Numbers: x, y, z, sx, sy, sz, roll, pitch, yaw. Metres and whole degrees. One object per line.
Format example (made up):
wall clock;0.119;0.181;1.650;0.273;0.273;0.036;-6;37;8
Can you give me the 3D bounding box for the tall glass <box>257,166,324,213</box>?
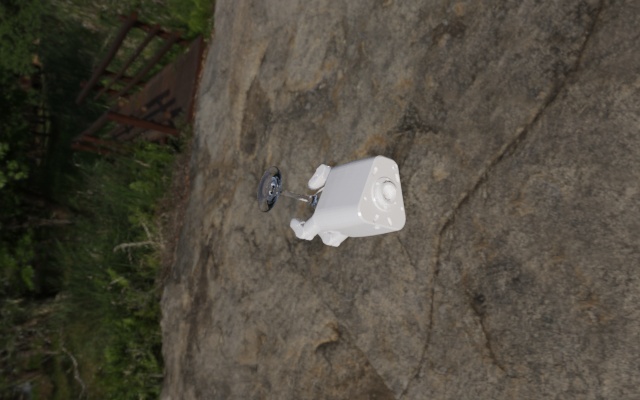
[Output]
tall glass;-0.001;0.002;0.802;0.201;0.079;0.079;14;-8;-33
